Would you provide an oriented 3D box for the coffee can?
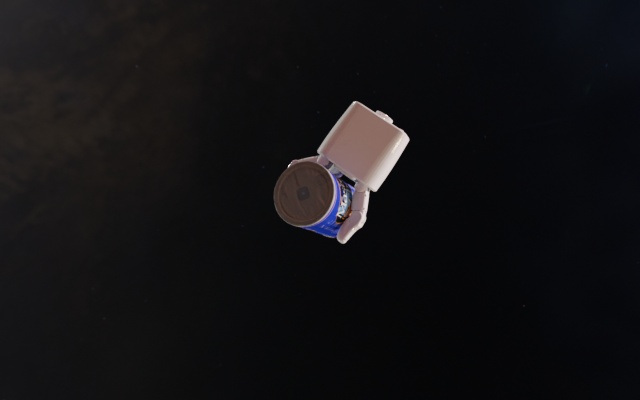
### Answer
[{"bbox_3d":[0.000,0.003,0.793,0.103,0.102,0.140,0,-11,23],"label":"coffee can"}]
